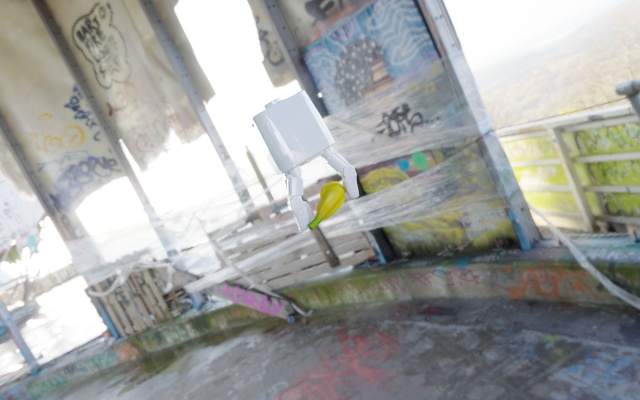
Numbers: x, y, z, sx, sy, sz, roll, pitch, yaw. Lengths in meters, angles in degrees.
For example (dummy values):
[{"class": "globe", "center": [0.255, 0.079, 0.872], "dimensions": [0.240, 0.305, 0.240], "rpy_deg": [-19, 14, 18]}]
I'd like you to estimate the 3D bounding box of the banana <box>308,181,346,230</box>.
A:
[{"class": "banana", "center": [0.015, -0.006, 0.855], "dimensions": [0.069, 0.037, 0.197], "rpy_deg": [-31, 8, 14]}]
